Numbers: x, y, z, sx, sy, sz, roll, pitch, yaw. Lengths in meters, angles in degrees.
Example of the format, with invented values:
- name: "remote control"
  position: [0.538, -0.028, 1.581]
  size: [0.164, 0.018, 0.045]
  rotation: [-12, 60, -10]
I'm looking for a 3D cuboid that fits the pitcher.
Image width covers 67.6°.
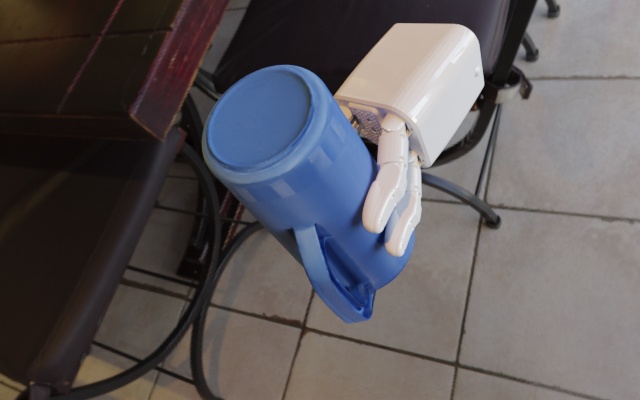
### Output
- name: "pitcher"
  position: [0.000, 0.001, 0.443]
  size: [0.149, 0.145, 0.243]
  rotation: [33, -10, 34]
